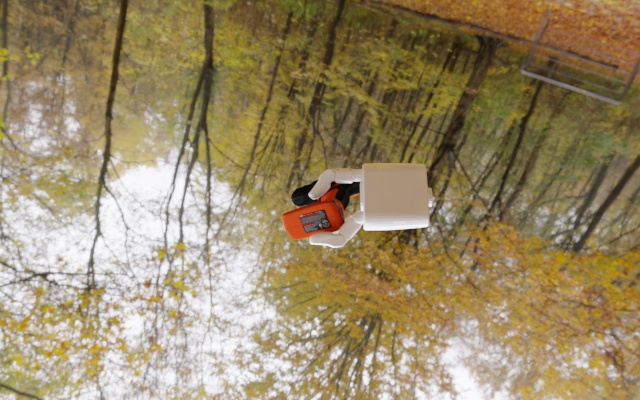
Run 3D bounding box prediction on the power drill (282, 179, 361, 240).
[{"bbox_3d":[0.000,0.003,0.883,0.184,0.057,0.187,-16,18,27],"label":"power drill"}]
